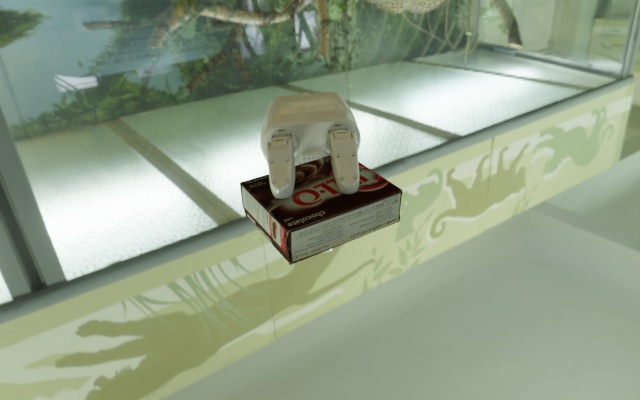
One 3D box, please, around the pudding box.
[{"bbox_3d":[0.000,0.001,0.415,0.113,0.039,0.090,-21,36,-25],"label":"pudding box"}]
